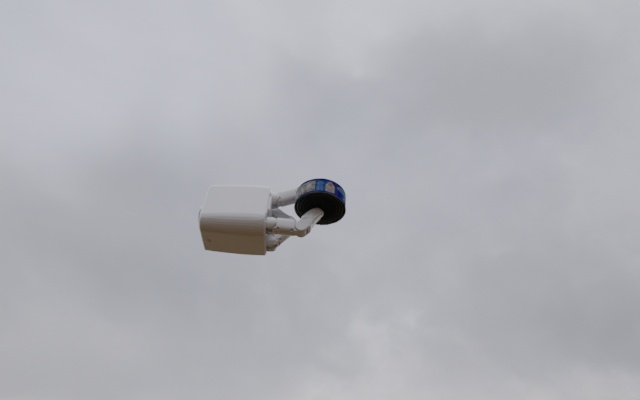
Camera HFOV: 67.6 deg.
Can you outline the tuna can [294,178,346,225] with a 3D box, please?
[{"bbox_3d":[0.000,0.002,0.800,0.086,0.033,0.086,3,-40,2],"label":"tuna can"}]
